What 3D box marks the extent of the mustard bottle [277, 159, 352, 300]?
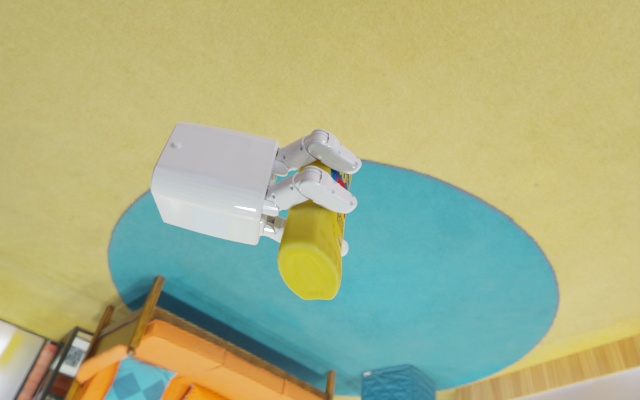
[{"bbox_3d":[0.000,0.002,0.509,0.058,0.191,0.096,-4,-43,14],"label":"mustard bottle"}]
